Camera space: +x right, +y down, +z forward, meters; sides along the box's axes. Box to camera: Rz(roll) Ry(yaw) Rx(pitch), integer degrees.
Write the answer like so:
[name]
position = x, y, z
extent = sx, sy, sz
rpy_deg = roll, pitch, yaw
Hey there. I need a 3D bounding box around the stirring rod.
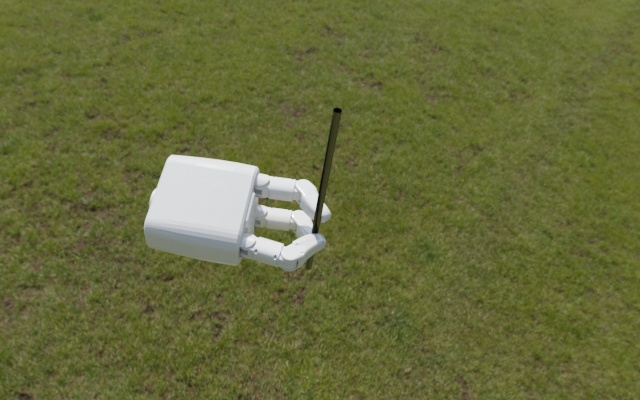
[stirring rod]
position = 0.000, 0.002, 0.514
extent = 0.011, 0.011, 0.240
rpy_deg = 0, -43, -10
